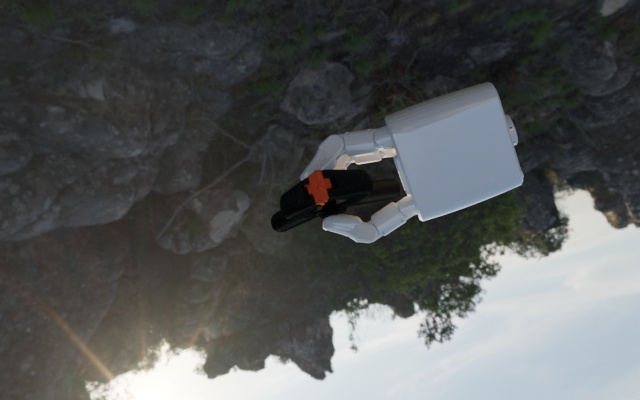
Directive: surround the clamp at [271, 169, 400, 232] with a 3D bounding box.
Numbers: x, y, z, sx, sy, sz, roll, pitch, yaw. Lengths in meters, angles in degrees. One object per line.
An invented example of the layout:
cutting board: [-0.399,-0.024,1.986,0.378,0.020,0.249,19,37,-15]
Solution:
clamp: [0.000,0.002,0.509,0.164,0.036,0.210,-19,-7,11]
